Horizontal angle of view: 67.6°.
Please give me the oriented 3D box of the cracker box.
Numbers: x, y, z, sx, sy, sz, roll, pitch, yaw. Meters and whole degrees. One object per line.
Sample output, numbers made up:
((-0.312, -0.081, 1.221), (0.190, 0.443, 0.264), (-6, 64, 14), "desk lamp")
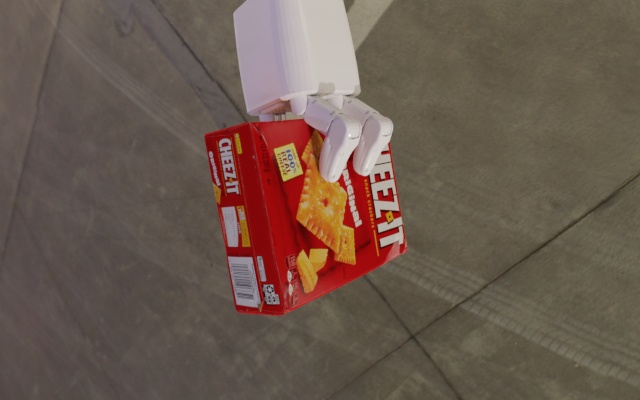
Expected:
((0.000, 0.002, 0.481), (0.072, 0.164, 0.213), (-5, 6, 40), "cracker box")
